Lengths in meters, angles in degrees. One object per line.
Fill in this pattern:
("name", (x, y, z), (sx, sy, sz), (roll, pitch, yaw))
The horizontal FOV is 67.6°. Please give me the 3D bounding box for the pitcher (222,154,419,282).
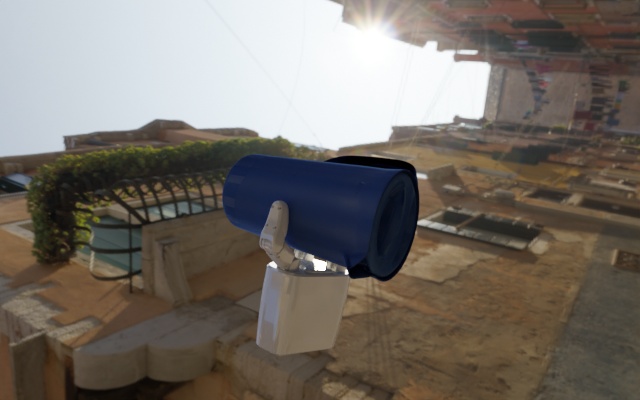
("pitcher", (0.000, 0.002, 0.621), (0.243, 0.145, 0.149), (13, 5, 32))
